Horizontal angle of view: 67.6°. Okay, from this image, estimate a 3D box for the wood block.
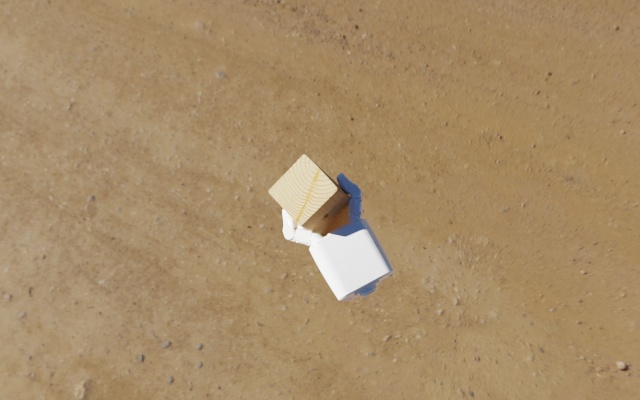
[{"bbox_3d":[0.001,0.003,0.882,0.090,0.091,0.206,47,4,20],"label":"wood block"}]
